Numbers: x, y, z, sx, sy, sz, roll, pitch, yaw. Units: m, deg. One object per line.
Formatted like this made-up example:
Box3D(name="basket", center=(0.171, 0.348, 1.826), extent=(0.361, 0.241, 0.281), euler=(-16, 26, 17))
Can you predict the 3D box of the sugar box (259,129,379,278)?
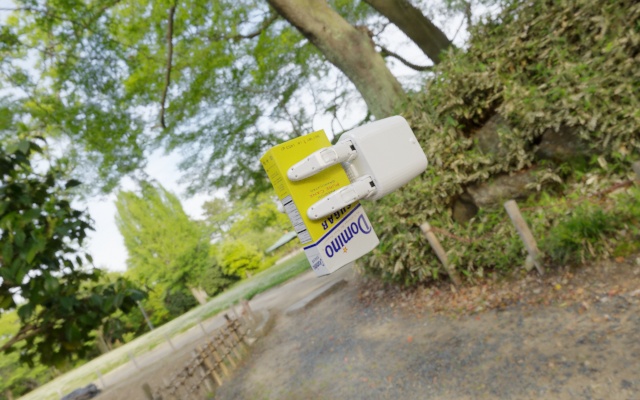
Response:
Box3D(name="sugar box", center=(0.000, 0.002, 0.631), extent=(0.093, 0.176, 0.048), euler=(-26, -3, -31))
